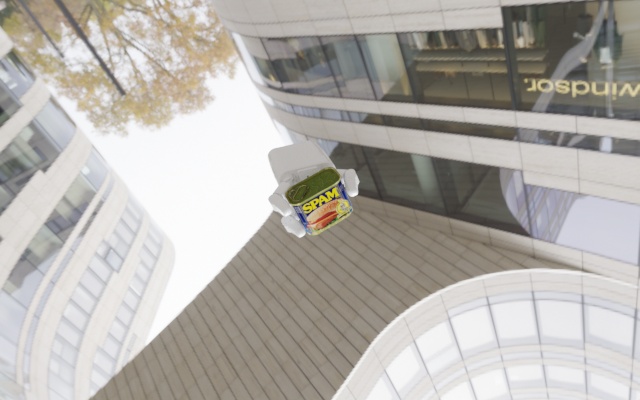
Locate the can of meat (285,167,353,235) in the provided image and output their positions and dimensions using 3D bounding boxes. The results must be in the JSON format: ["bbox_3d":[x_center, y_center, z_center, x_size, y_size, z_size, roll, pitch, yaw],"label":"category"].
[{"bbox_3d":[0.000,0.003,0.857,0.102,0.084,0.057,-29,37,-4],"label":"can of meat"}]
